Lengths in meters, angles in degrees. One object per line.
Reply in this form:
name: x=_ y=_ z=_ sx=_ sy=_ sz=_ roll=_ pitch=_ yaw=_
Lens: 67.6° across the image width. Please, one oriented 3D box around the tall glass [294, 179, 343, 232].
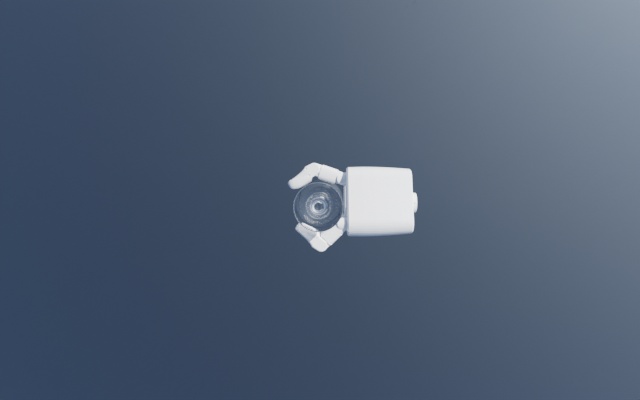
tall glass: x=0.000 y=0.003 z=0.809 sx=0.079 sy=0.079 sz=0.201 roll=0 pitch=4 yaw=1
